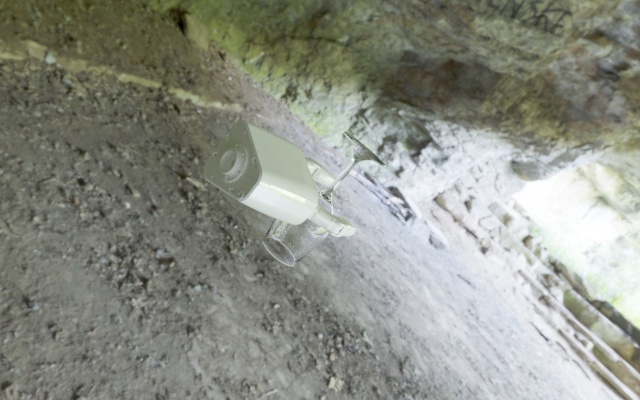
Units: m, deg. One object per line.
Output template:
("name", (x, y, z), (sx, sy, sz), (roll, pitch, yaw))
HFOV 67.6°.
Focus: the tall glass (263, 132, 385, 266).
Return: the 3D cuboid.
("tall glass", (0.001, 0.002, 0.689), (0.079, 0.201, 0.079), (37, 13, -10))
